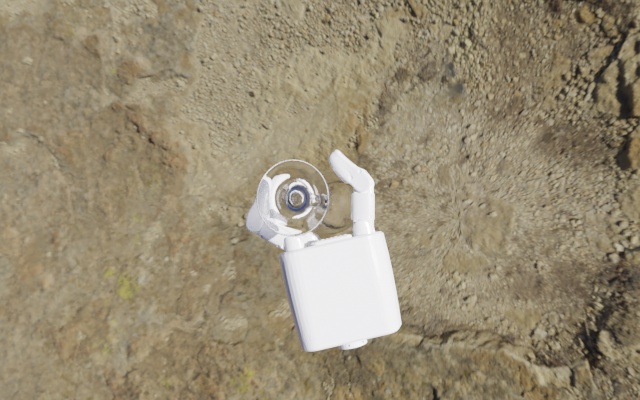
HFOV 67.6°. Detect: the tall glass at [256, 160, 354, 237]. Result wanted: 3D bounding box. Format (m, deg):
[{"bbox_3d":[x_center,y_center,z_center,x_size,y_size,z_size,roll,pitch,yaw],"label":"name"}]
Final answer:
[{"bbox_3d":[0.000,0.002,0.551,0.079,0.079,0.201,0,-2,16],"label":"tall glass"}]
